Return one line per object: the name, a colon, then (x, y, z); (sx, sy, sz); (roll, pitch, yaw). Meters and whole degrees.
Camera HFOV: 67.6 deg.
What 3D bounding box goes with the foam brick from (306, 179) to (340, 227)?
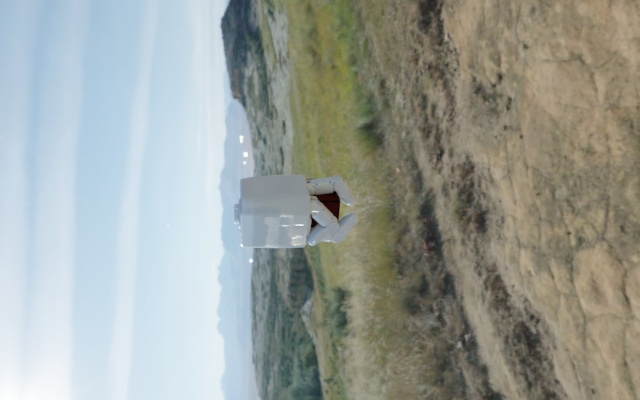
foam brick: (0.000, 0.003, 0.813); (0.051, 0.053, 0.078); (-1, 31, -9)
